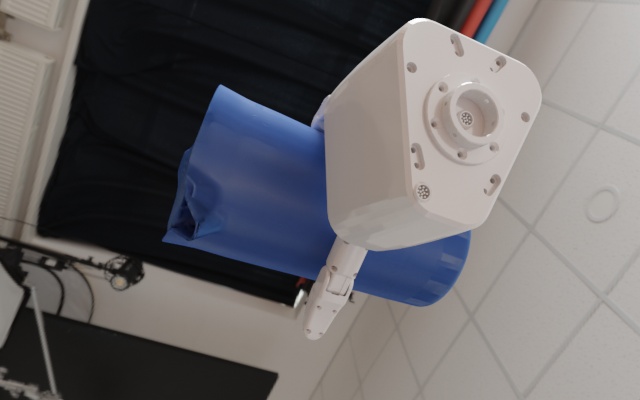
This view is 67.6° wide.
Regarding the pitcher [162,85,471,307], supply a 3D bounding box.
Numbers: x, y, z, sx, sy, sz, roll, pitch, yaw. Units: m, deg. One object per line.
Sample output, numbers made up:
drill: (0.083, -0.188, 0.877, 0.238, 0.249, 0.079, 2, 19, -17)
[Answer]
pitcher: (0.000, 0.001, 0.420, 0.243, 0.149, 0.145, 20, -16, -14)
